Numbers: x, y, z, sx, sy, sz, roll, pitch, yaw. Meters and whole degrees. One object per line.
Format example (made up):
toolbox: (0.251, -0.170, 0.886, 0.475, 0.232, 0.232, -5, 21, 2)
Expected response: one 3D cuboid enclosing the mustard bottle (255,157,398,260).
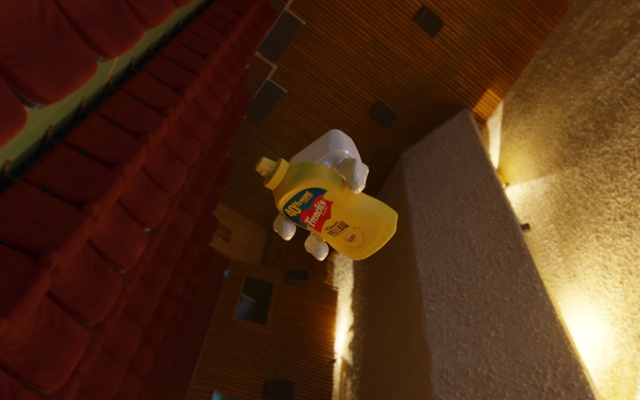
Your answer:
mustard bottle: (0.000, 0.002, 0.621, 0.192, 0.058, 0.096, 33, -45, -17)
